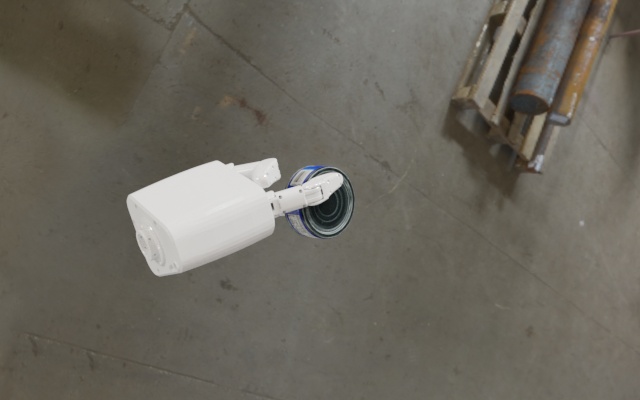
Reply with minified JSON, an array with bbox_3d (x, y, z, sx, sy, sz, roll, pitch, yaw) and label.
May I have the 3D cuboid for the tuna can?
[{"bbox_3d":[0.001,0.002,0.559,0.086,0.086,0.034,0,2,-41],"label":"tuna can"}]
